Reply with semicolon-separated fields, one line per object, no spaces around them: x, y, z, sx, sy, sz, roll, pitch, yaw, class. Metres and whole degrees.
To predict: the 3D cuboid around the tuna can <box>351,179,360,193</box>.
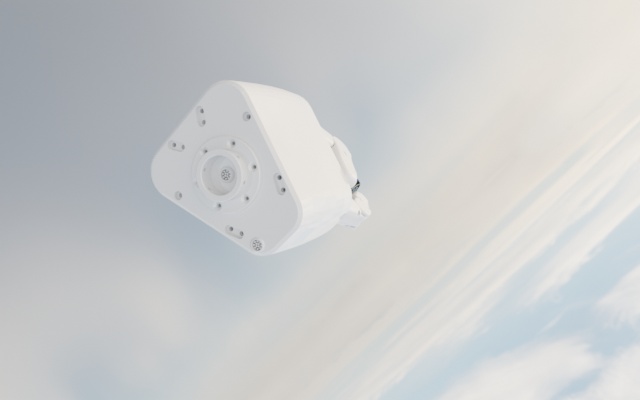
0.001;0.002;0.478;0.034;0.086;0.086;44;6;7;tuna can
